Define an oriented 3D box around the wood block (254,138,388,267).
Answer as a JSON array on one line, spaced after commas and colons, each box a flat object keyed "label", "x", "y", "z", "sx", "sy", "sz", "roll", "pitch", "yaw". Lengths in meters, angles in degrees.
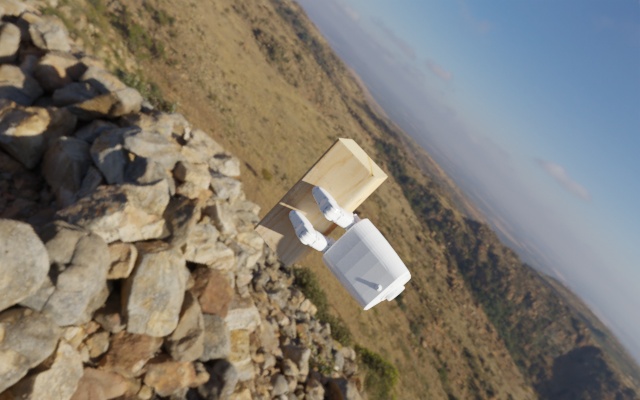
[{"label": "wood block", "x": 0.001, "y": 0.003, "z": 0.788, "sx": 0.206, "sy": 0.090, "sz": 0.091, "roll": -45, "pitch": -9, "yaw": 17}]
